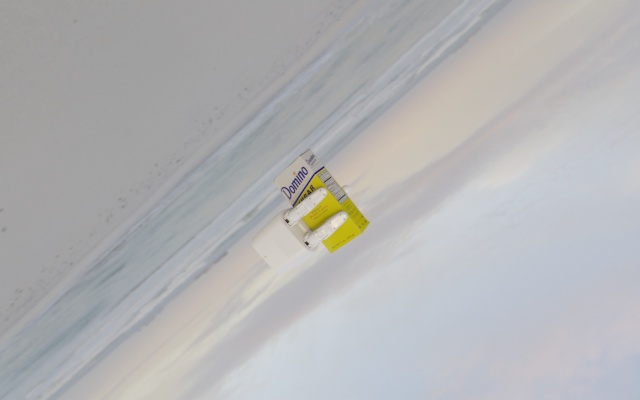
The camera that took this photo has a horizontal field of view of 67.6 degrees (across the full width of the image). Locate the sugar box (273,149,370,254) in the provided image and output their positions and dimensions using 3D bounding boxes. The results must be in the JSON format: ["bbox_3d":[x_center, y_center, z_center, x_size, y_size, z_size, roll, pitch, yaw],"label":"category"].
[{"bbox_3d":[0.000,0.003,0.872,0.093,0.176,0.048,-39,4,39],"label":"sugar box"}]
